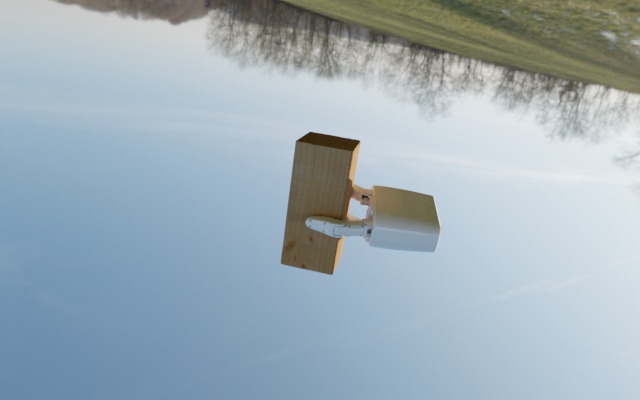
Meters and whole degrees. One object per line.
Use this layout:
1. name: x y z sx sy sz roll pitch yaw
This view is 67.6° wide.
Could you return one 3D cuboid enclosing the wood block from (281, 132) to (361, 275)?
1. wood block: 0.000 0.003 0.775 0.090 0.206 0.090 11 19 9
